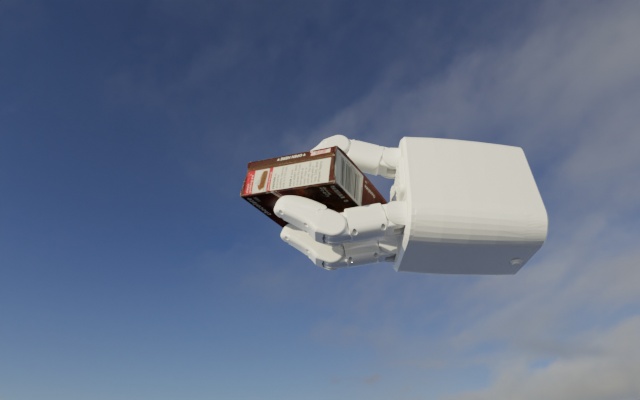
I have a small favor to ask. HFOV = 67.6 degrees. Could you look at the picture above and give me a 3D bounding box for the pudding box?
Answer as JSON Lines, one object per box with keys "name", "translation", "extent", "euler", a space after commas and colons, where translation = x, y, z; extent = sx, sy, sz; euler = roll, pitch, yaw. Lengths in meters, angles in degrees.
{"name": "pudding box", "translation": [0.000, 0.001, 0.419], "extent": [0.090, 0.039, 0.113], "euler": [-9, -32, 28]}
